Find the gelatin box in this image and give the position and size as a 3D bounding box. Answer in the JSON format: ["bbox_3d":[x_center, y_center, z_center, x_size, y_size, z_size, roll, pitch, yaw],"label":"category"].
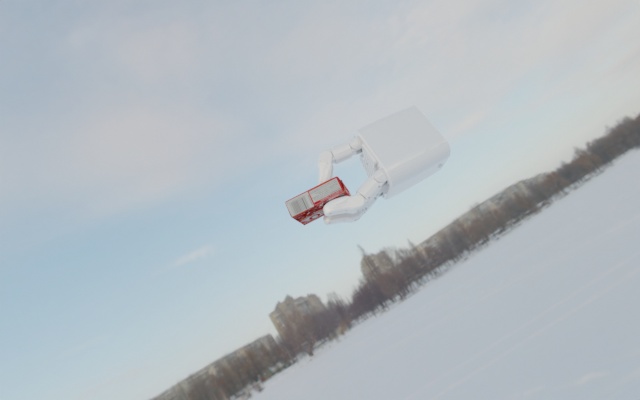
[{"bbox_3d":[0.000,0.002,0.717,0.089,0.030,0.073,-26,-16,6],"label":"gelatin box"}]
